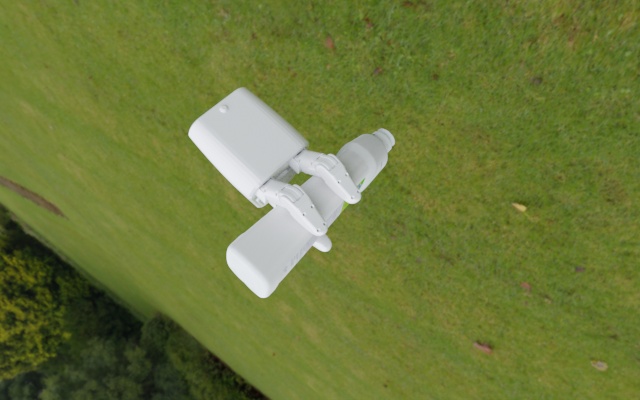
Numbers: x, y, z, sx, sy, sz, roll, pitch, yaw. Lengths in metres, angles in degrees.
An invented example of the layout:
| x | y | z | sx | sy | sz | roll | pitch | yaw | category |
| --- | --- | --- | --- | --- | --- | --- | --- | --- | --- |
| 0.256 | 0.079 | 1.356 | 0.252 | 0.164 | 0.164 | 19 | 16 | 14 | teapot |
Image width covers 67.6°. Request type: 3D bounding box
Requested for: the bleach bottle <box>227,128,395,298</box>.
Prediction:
| x | y | z | sx | sy | sz | roll | pitch | yaw | category |
| --- | --- | --- | --- | --- | --- | --- | --- | --- | --- |
| 0.000 | 0.002 | 0.577 | 0.250 | 0.068 | 0.103 | -44 | -7 | -22 | bleach bottle |
